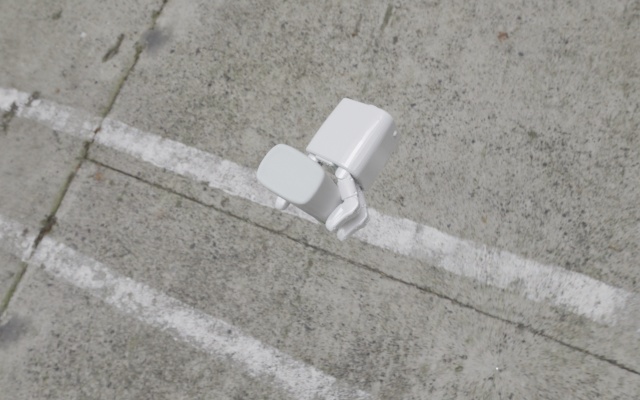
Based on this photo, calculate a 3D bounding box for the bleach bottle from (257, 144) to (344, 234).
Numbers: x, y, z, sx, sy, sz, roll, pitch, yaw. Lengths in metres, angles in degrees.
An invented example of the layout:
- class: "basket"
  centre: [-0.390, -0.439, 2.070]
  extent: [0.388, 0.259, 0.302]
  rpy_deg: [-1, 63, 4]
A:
- class: "bleach bottle"
  centre: [0.000, 0.003, 0.753]
  extent: [0.102, 0.068, 0.251]
  rpy_deg: [31, -5, 27]
